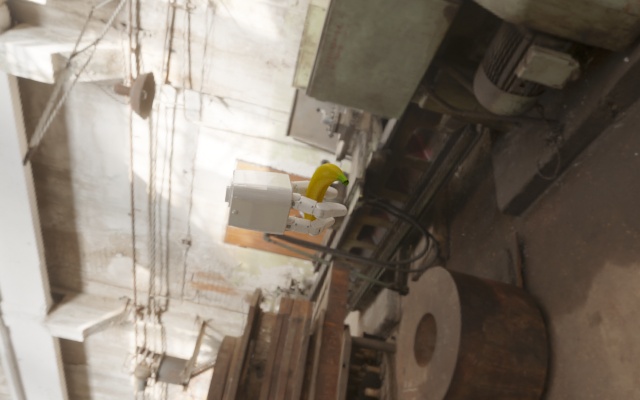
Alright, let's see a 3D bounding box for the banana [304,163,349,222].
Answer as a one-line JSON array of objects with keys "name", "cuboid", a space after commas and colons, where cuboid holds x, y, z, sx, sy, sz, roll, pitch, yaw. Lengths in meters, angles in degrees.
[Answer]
[{"name": "banana", "cuboid": [-0.001, -0.015, 0.885, 0.037, 0.069, 0.198, 2, -27, -19]}]
